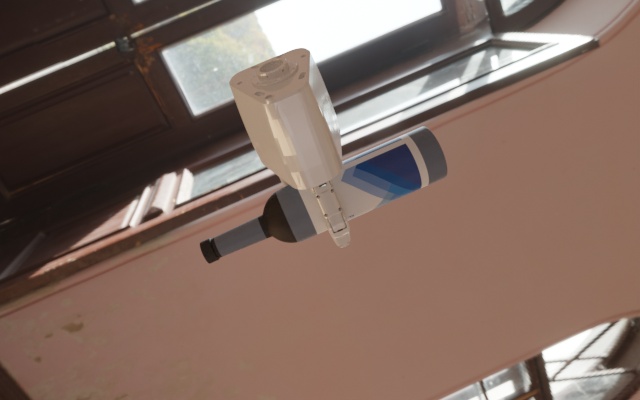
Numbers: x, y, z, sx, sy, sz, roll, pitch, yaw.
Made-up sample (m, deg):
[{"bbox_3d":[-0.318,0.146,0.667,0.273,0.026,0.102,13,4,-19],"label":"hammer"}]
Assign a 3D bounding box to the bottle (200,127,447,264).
[{"bbox_3d":[0.000,0.002,0.561,0.296,0.069,0.069,-24,1,-3],"label":"bottle"}]
